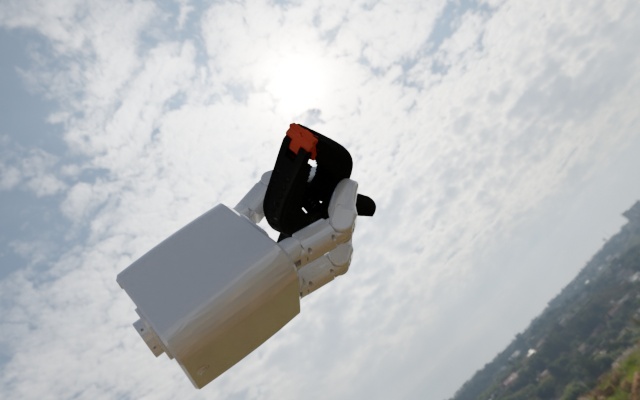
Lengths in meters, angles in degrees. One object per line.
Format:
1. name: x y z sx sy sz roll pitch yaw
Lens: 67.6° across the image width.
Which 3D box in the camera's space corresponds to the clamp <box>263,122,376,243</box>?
1. clamp: -0.001 0.001 0.446 0.036 0.210 0.164 39 62 25
